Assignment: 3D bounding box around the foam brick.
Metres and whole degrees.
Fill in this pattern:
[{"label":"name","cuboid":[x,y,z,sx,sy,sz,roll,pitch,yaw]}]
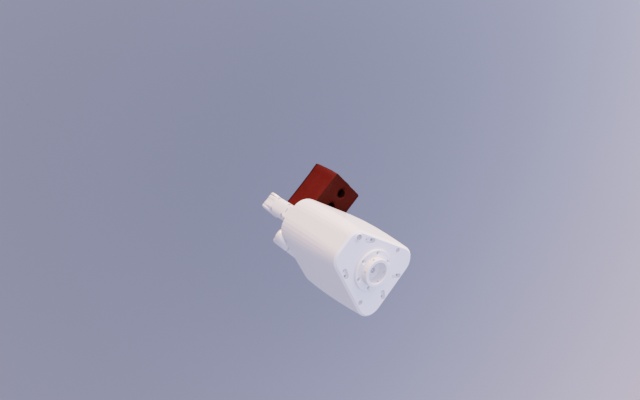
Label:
[{"label":"foam brick","cuboid":[0.000,0.002,0.619,0.053,0.078,0.051,43,-10,-37]}]
